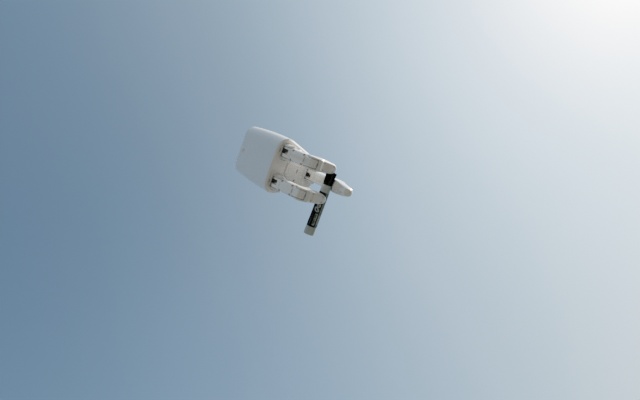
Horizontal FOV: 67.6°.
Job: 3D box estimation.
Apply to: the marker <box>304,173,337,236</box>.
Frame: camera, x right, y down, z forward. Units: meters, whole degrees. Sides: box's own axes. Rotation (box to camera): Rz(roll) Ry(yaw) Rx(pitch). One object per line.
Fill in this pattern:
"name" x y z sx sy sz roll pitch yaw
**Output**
"marker" 0.000 0.003 0.828 0.020 0.121 0.020 20 9 -3
